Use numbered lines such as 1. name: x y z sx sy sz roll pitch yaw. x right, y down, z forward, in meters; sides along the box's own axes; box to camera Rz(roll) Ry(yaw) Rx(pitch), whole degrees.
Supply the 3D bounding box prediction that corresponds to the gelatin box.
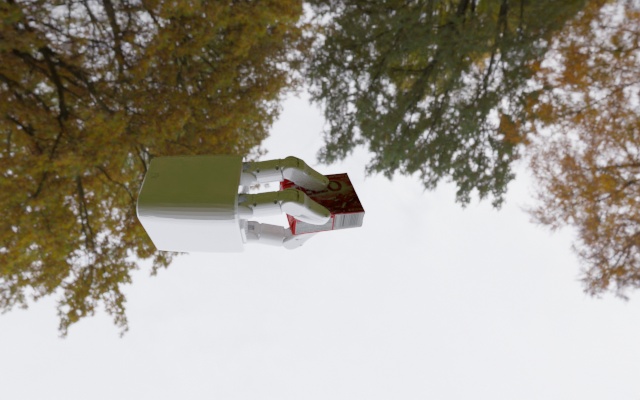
1. gelatin box: 0.000 0.002 0.573 0.089 0.030 0.073 -6 43 -15
